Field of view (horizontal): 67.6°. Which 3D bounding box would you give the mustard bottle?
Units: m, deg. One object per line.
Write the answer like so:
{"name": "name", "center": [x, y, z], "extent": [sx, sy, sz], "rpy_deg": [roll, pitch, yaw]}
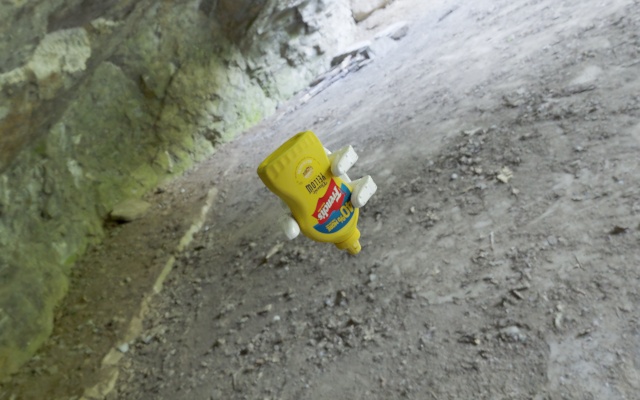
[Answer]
{"name": "mustard bottle", "center": [0.000, 0.002, 0.684], "extent": [0.096, 0.192, 0.058], "rpy_deg": [-44, 21, -23]}
